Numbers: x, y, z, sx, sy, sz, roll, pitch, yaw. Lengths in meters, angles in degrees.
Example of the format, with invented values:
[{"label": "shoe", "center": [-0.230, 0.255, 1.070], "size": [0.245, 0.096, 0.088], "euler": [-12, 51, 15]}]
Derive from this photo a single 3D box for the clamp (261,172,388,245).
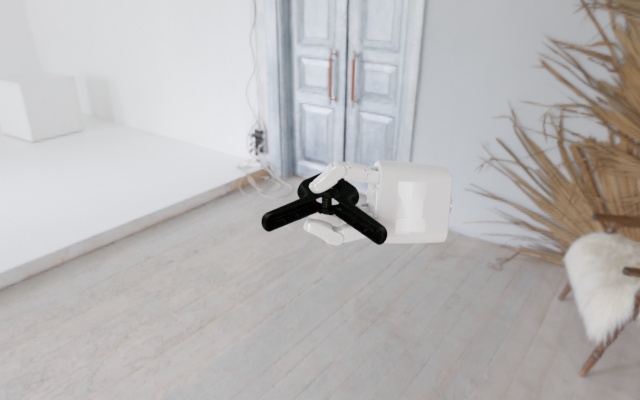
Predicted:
[{"label": "clamp", "center": [0.000, 0.001, 0.698], "size": [0.164, 0.036, 0.210], "euler": [5, 23, -6]}]
